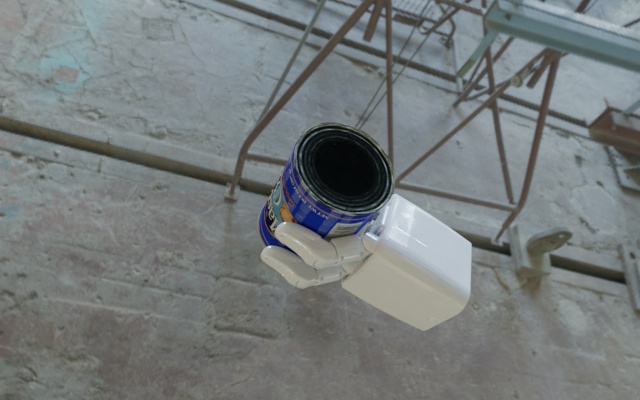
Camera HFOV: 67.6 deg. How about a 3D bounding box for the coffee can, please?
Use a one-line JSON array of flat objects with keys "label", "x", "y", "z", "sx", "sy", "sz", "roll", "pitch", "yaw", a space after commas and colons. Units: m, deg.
[{"label": "coffee can", "x": 0.000, "y": 0.002, "z": 0.500, "sx": 0.103, "sy": 0.102, "sz": 0.140, "roll": 0, "pitch": -29, "yaw": -23}]
